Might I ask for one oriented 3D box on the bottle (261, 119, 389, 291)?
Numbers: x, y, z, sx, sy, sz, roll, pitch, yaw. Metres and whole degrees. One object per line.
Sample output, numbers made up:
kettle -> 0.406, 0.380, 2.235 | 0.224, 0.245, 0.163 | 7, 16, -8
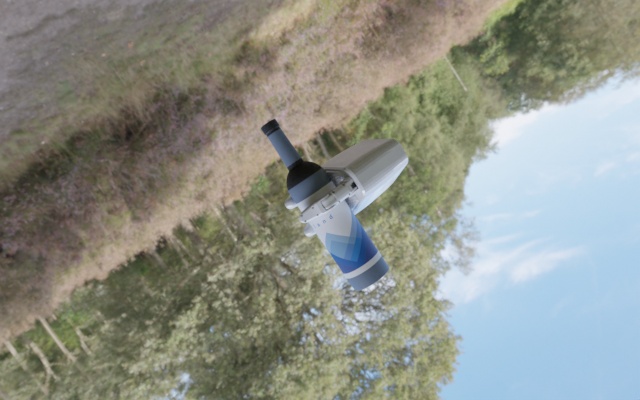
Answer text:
bottle -> 0.000, 0.003, 0.751 | 0.069, 0.296, 0.069 | -34, 4, 3
